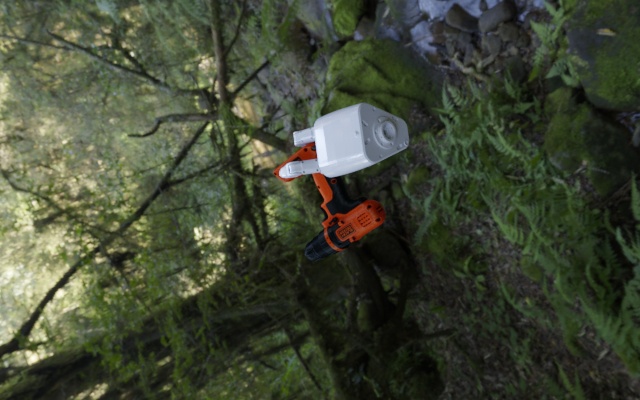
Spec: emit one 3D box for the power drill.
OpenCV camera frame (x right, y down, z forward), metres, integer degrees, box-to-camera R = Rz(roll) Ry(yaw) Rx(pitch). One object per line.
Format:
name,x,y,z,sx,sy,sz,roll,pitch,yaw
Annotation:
power drill,0.000,0.002,0.845,0.184,0.187,0.057,-36,0,33
